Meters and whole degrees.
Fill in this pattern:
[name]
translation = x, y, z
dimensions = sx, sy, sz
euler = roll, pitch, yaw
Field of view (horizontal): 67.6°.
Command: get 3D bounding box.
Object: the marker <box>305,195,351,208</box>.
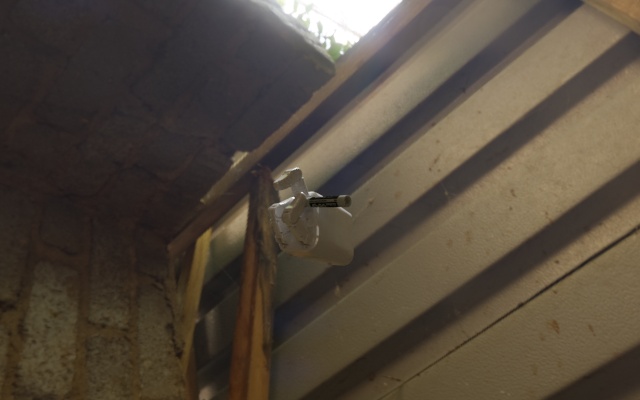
[marker]
translation = 0.000, 0.003, 0.789
dimensions = 0.121, 0.020, 0.020
euler = -2, -1, 45
